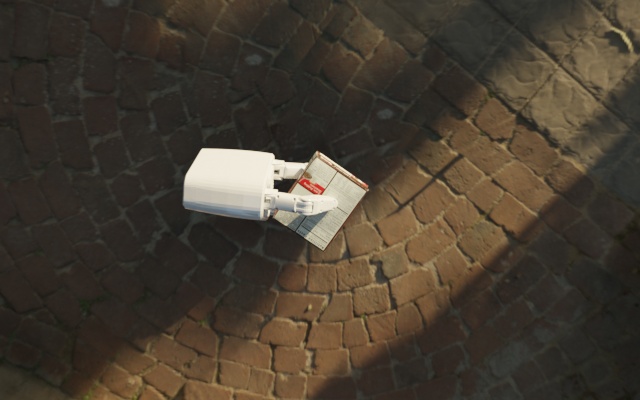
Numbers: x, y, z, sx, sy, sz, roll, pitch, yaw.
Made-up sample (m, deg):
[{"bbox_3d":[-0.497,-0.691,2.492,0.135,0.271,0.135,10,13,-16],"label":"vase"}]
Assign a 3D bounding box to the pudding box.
[{"bbox_3d":[0.000,0.002,0.672,0.090,0.113,0.039,34,13,-6],"label":"pudding box"}]
